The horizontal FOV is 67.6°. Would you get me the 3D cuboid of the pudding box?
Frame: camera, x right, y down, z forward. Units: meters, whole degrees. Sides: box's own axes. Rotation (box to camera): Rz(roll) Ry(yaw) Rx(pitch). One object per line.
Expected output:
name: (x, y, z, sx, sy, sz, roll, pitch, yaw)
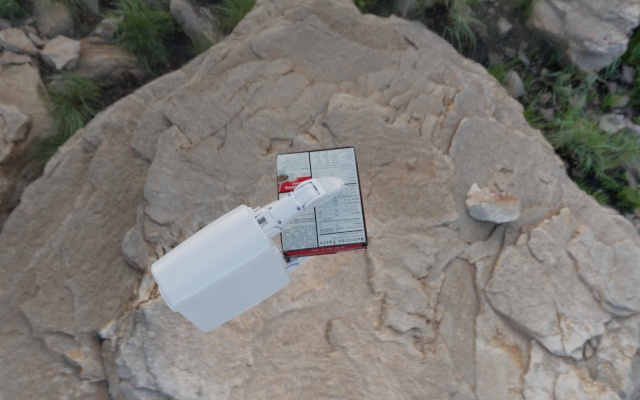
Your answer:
pudding box: (0.000, 0.002, 0.510, 0.090, 0.113, 0.039, -5, -16, -1)
